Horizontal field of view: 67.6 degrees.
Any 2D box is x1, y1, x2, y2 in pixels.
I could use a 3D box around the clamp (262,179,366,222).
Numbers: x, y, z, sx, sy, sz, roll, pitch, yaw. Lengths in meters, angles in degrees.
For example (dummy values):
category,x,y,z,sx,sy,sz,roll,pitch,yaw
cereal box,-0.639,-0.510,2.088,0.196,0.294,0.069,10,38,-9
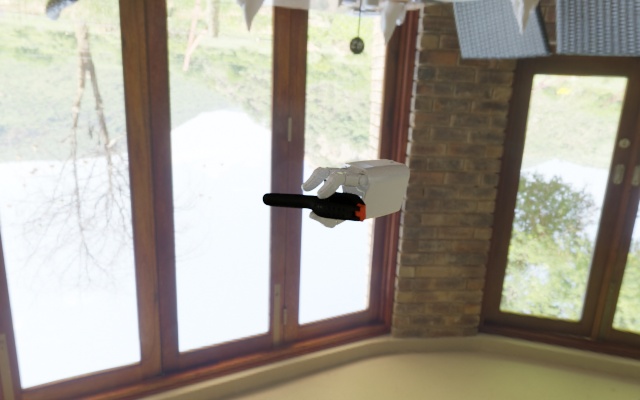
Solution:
category,x,y,z,sx,sy,sz,roll,pitch,yaw
clamp,0.001,0.004,0.885,0.164,0.036,0.210,-13,21,-29
